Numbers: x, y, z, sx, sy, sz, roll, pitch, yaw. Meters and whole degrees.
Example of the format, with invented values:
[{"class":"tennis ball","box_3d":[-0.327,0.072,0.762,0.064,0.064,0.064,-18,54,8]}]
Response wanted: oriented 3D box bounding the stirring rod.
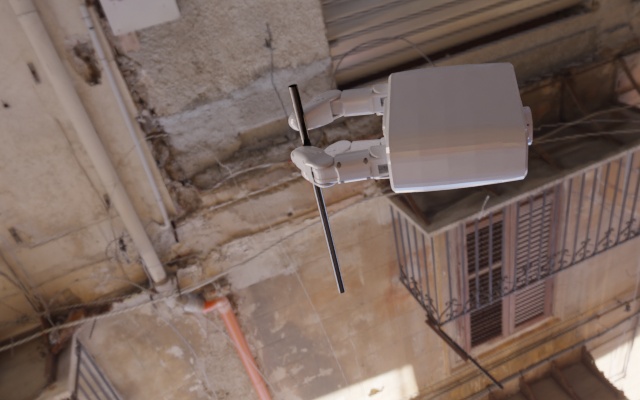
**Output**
[{"class":"stirring rod","box_3d":[0.000,0.001,0.472,0.011,0.240,0.011,-10,32,6]}]
